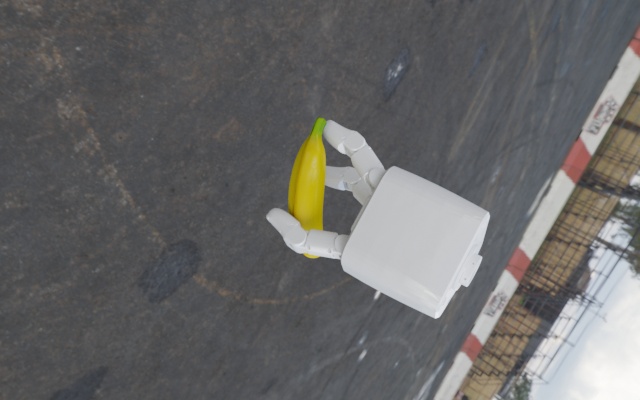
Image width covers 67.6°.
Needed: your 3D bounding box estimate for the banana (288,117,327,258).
[{"bbox_3d":[-0.010,0.009,0.542,0.037,0.198,0.069,23,43,22],"label":"banana"}]
